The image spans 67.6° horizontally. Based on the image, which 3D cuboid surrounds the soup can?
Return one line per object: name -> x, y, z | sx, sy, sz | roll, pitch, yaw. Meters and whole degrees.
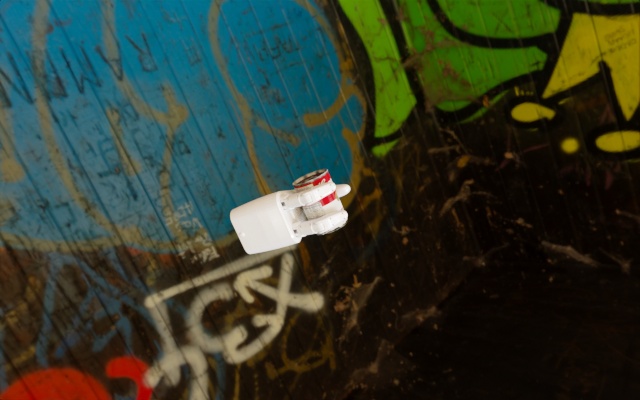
soup can -> 0.001, 0.003, 0.862 | 0.068, 0.102, 0.068 | -22, 13, 5
